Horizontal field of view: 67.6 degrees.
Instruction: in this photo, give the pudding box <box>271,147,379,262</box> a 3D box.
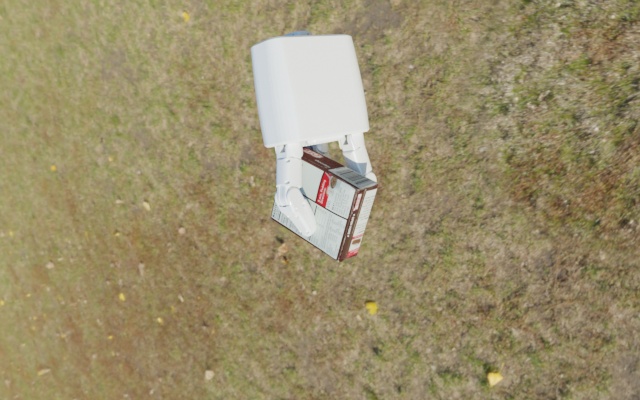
[{"bbox_3d":[0.000,0.002,0.529,0.113,0.090,0.039,31,29,35],"label":"pudding box"}]
